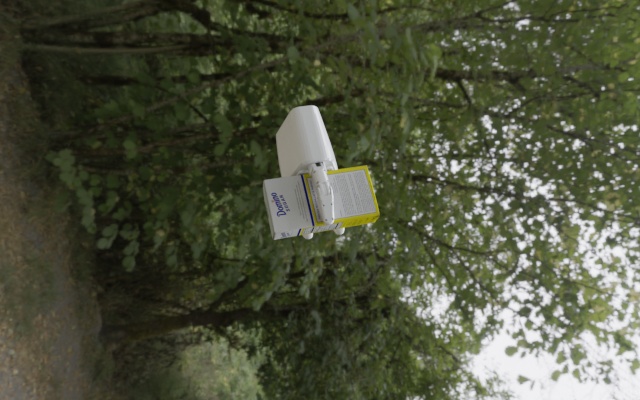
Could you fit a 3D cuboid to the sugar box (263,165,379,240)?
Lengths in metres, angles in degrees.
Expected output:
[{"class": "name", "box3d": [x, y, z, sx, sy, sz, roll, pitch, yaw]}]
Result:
[{"class": "sugar box", "box3d": [0.000, 0.003, 0.779, 0.176, 0.093, 0.048, -9, -20, -11]}]
